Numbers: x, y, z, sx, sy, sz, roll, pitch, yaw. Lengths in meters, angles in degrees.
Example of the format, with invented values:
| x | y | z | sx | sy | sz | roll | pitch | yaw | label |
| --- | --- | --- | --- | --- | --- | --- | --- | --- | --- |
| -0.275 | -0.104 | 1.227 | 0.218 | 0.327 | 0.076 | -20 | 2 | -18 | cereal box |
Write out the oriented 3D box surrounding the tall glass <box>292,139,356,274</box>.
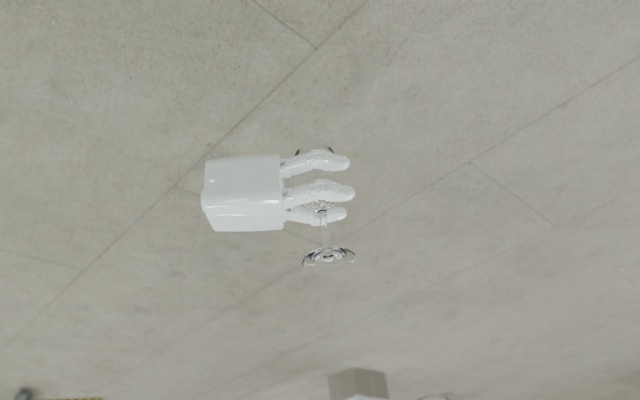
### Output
| x | y | z | sx | sy | sz | roll | pitch | yaw | label |
| --- | --- | --- | --- | --- | --- | --- | --- | --- | --- |
| 0.000 | 0.003 | 0.705 | 0.079 | 0.201 | 0.079 | -5 | -36 | -4 | tall glass |
